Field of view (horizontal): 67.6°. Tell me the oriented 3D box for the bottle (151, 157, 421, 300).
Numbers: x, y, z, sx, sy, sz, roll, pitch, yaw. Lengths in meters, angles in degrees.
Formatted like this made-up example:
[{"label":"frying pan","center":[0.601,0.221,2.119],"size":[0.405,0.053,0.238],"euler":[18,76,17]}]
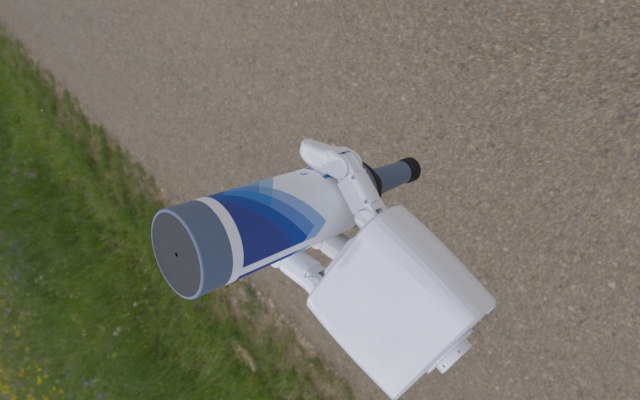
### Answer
[{"label":"bottle","center":[0.000,0.001,0.431],"size":[0.069,0.069,0.295],"euler":[0,14,45]}]
